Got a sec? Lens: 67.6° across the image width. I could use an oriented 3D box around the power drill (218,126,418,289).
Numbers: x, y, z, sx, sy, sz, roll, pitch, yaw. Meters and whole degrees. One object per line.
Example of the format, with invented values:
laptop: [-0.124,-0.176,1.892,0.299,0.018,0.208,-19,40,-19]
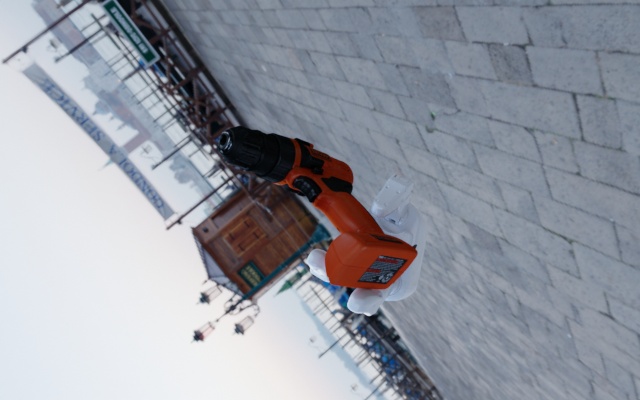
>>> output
power drill: [0.000,0.002,0.484,0.184,0.057,0.187,13,32,-45]
